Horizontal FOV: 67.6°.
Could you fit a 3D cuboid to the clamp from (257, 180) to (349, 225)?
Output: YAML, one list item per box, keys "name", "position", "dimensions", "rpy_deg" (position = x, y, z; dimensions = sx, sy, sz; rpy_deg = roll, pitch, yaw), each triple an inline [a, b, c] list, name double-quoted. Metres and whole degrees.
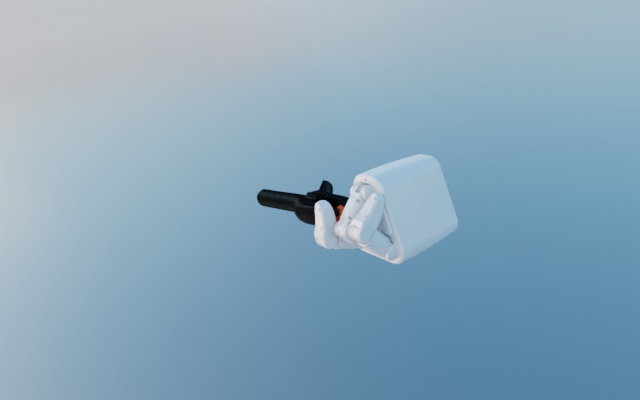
- name: "clamp"
  position: [0.000, 0.002, 0.666]
  dimensions: [0.120, 0.039, 0.171]
  rpy_deg: [-19, 25, -31]
